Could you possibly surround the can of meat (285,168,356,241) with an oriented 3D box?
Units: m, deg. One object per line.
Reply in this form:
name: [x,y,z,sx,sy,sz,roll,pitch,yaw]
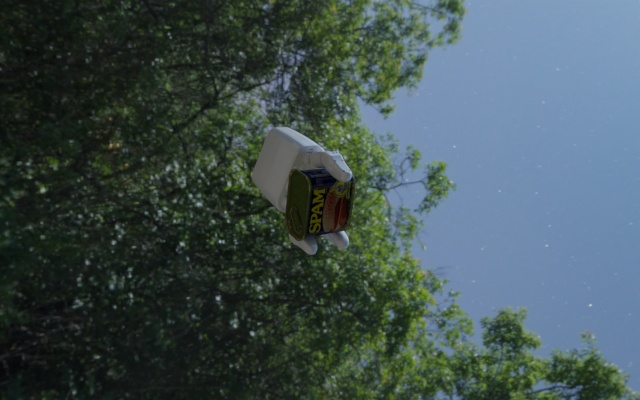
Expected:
can of meat: [0.000,0.002,0.699,0.084,0.102,0.057,-7,27,-32]
